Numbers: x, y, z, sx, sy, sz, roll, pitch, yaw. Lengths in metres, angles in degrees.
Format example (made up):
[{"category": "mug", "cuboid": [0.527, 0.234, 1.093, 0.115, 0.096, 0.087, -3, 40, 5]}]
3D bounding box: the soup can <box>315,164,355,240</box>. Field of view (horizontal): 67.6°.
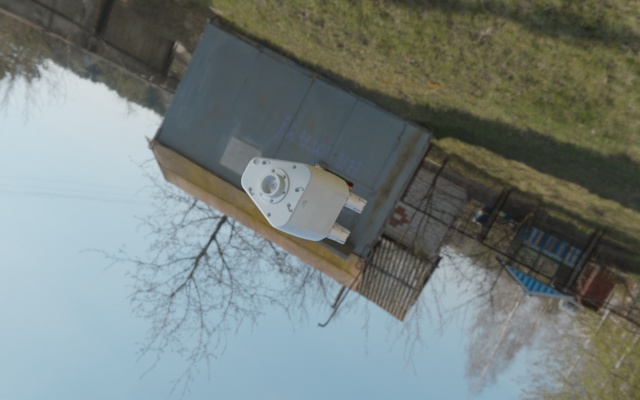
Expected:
[{"category": "soup can", "cuboid": [0.000, 0.003, 0.749, 0.068, 0.102, 0.068, 28, 4, -2]}]
